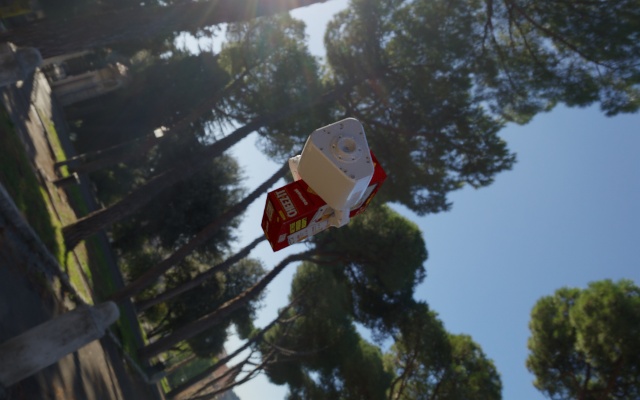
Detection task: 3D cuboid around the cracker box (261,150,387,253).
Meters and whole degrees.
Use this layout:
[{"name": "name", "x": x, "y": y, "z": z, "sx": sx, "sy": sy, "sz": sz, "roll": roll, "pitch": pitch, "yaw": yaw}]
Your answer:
[{"name": "cracker box", "x": 0.000, "y": 0.003, "z": 0.894, "sx": 0.213, "sy": 0.072, "sz": 0.164, "roll": -23, "pitch": -17, "yaw": -20}]
